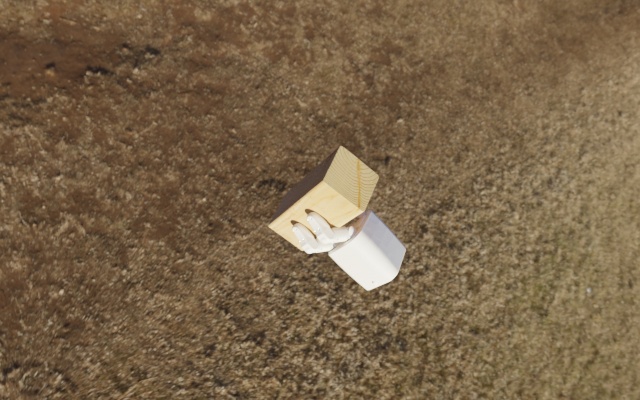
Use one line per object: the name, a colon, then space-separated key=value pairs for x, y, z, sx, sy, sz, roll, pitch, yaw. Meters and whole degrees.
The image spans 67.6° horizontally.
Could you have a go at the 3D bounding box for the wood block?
wood block: x=0.001 y=0.003 z=0.870 sx=0.090 sy=0.090 sz=0.206 roll=37 pitch=-38 yaw=-13
